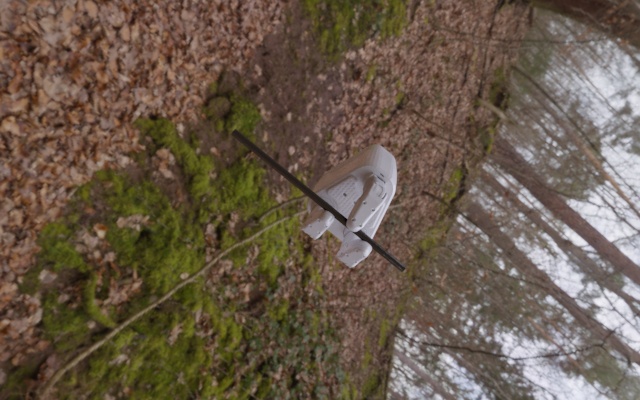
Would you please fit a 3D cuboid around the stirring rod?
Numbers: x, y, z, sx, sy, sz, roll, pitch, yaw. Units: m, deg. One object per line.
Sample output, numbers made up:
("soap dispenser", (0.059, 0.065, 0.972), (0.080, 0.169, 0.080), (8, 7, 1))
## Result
("stirring rod", (0.000, 0.002, 0.523), (0.239, 0.011, 0.011), (39, -5, -6))
